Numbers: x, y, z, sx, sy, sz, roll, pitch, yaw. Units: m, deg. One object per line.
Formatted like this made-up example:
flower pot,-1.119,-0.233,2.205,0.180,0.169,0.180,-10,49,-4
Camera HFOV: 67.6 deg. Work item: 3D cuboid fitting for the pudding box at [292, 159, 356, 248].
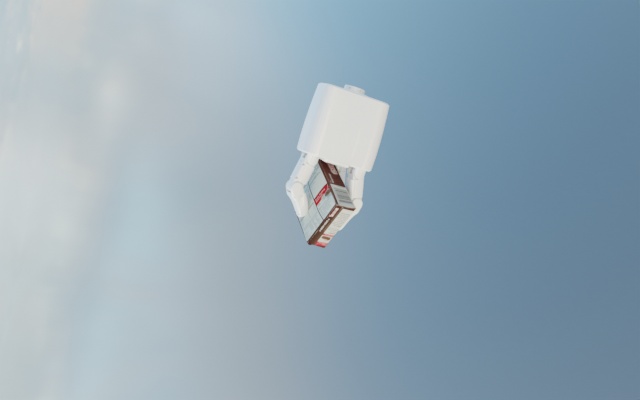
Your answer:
pudding box,0.000,0.002,0.745,0.039,0.090,0.113,15,36,-32
